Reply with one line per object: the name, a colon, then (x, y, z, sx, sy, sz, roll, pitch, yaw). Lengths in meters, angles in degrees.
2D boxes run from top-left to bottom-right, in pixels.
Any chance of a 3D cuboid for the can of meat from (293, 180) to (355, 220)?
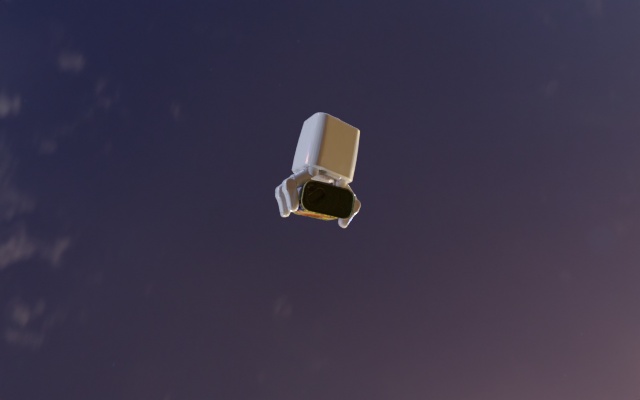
can of meat: (0.000, 0.003, 0.897, 0.102, 0.057, 0.084, 13, -10, -20)
